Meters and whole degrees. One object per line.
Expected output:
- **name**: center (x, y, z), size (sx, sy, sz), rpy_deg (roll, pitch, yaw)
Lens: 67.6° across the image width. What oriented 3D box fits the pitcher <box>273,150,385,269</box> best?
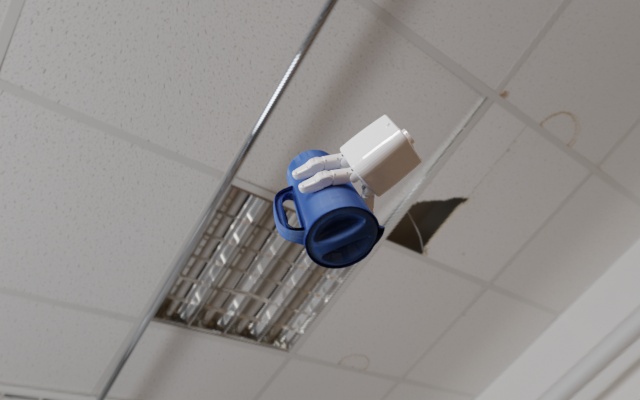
- **pitcher**: center (0.000, 0.003, 0.896), size (0.149, 0.145, 0.242), rpy_deg (44, 12, -35)
